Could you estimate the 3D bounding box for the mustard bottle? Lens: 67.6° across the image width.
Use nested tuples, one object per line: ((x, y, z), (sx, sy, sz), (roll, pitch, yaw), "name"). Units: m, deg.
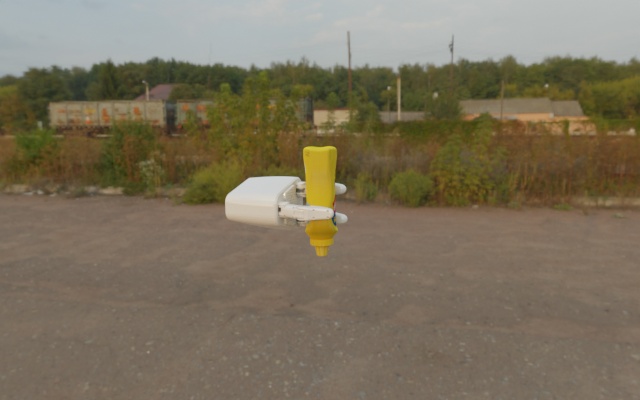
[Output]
((0.000, 0.002, 0.833), (0.058, 0.191, 0.096), (-1, 8, -1), "mustard bottle")
